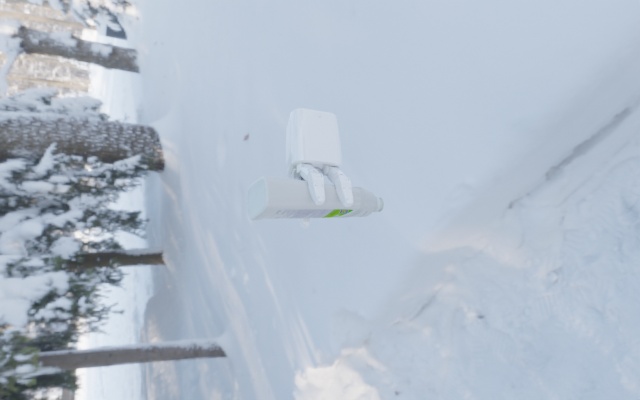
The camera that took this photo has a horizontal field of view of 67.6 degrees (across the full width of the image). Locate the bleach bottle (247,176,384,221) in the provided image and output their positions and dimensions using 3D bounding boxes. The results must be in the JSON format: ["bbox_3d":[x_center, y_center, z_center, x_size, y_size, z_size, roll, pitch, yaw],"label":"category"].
[{"bbox_3d":[0.000,0.003,0.876,0.251,0.068,0.102,4,-16,-28],"label":"bleach bottle"}]
